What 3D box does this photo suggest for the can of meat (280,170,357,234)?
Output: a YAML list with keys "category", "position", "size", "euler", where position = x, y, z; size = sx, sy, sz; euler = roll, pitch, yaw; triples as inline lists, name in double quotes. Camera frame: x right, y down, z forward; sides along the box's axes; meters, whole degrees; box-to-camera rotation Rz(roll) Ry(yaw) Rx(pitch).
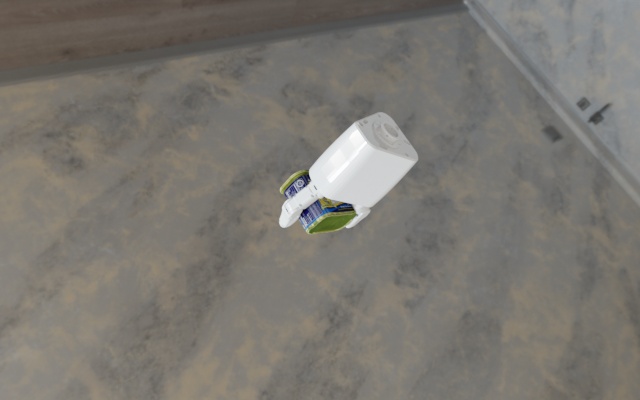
- category: "can of meat"
  position: [0.000, 0.003, 0.741]
  size: [0.102, 0.084, 0.057]
  euler: [-3, -34, -52]
